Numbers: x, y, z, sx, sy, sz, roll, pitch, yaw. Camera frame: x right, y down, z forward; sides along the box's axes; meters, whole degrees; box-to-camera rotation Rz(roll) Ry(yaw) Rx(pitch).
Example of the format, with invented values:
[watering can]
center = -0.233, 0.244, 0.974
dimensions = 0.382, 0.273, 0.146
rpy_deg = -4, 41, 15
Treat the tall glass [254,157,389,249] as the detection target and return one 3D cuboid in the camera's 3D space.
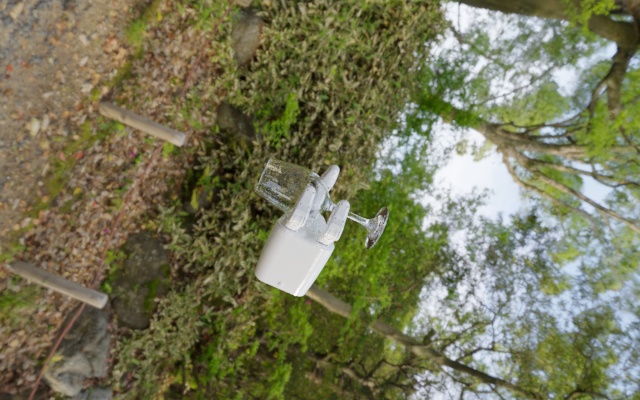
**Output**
[tall glass]
center = 0.001, 0.003, 0.744
dimensions = 0.201, 0.079, 0.079
rpy_deg = 25, -4, -8
